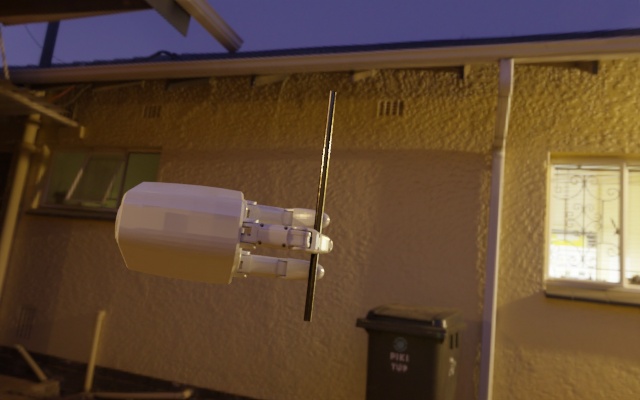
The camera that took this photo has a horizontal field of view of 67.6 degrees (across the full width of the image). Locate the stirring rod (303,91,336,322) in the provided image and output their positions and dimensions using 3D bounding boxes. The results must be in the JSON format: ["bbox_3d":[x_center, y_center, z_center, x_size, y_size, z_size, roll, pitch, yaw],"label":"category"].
[{"bbox_3d":[0.000,0.002,0.493,0.011,0.239,0.011,6,-10,1],"label":"stirring rod"}]
